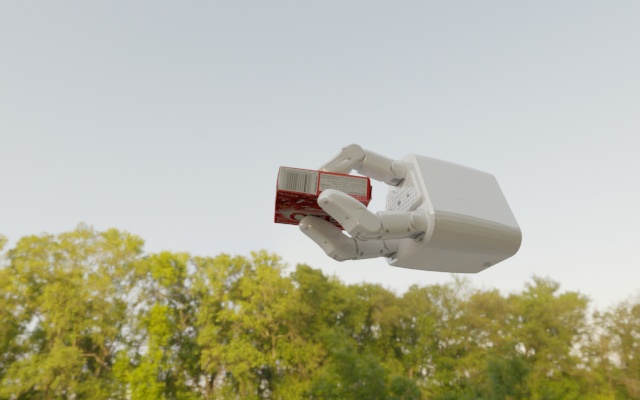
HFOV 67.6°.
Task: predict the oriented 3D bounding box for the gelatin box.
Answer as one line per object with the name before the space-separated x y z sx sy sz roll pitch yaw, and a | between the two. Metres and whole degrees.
gelatin box | 0.000 0.001 0.469 0.089 0.030 0.073 7 -27 -4
